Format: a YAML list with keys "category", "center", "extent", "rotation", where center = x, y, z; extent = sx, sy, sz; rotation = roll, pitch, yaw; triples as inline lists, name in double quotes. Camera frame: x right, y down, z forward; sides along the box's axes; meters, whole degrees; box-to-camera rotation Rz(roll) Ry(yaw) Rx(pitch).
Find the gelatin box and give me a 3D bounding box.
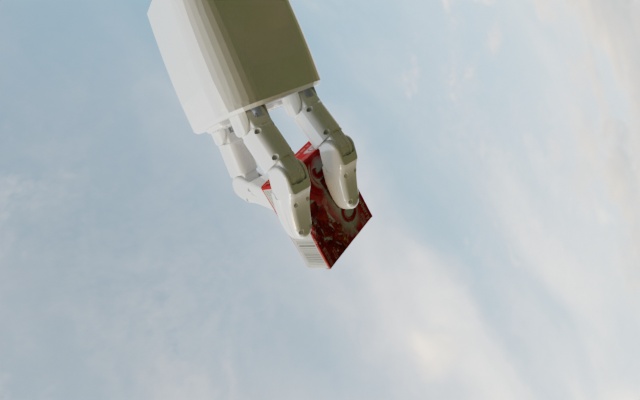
- category: "gelatin box"
  center: [0.000, 0.002, 0.404]
  extent: [0.030, 0.089, 0.073]
  rotation: [-4, 33, 44]
